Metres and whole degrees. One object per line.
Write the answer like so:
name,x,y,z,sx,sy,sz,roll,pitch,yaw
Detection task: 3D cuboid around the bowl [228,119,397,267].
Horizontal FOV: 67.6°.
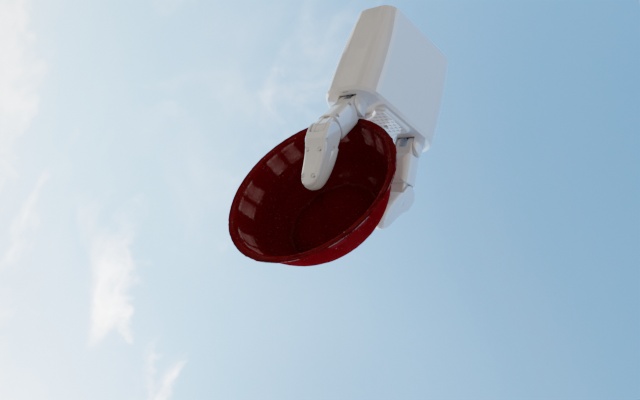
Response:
bowl,-0.001,0.003,0.424,0.162,0.162,0.055,0,-40,36
